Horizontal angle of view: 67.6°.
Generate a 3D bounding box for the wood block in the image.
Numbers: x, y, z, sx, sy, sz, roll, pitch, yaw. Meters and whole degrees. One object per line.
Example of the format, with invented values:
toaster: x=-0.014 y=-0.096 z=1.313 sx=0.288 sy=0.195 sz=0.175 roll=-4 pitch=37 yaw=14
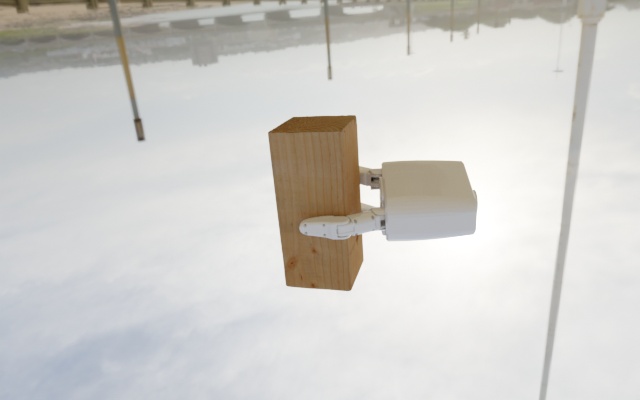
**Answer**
wood block: x=0.000 y=0.002 z=0.613 sx=0.090 sy=0.206 sz=0.090 roll=2 pitch=21 yaw=17
